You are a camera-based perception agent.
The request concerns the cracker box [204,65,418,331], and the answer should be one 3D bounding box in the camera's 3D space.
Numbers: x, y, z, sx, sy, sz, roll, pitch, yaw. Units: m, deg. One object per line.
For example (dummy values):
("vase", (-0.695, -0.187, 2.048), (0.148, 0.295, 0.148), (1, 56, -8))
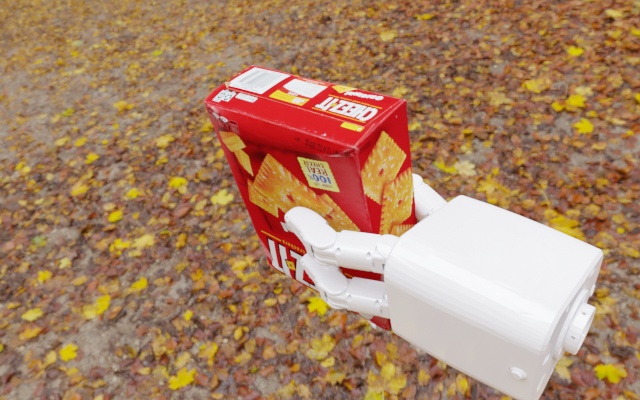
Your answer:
("cracker box", (0.000, 0.001, 0.427), (0.164, 0.214, 0.072), (23, 52, 35))
